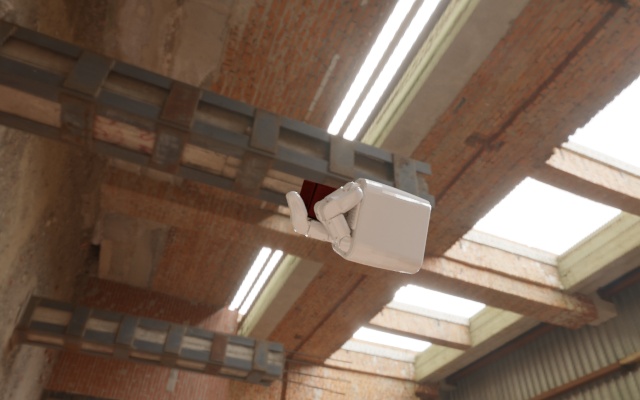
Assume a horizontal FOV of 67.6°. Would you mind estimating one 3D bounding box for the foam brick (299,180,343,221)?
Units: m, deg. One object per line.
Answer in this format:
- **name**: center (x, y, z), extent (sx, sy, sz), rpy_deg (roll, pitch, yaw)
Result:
- **foam brick**: center (0.000, 0.002, 0.707), extent (0.051, 0.053, 0.078), rpy_deg (16, 2, -15)
